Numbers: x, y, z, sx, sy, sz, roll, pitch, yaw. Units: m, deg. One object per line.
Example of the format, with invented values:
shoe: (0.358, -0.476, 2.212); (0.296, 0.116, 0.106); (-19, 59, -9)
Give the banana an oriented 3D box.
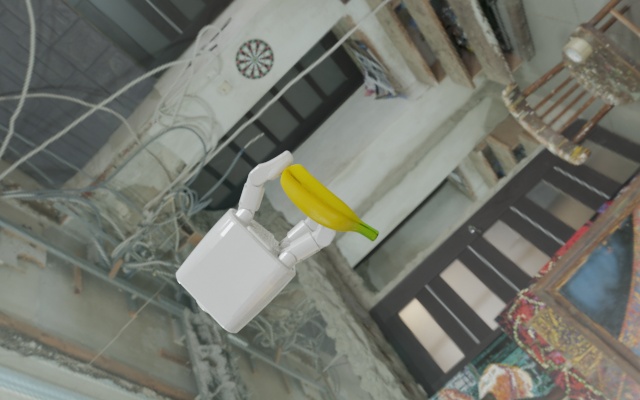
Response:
banana: (-0.011, -0.007, 0.537); (0.070, 0.037, 0.197); (39, 3, -33)
